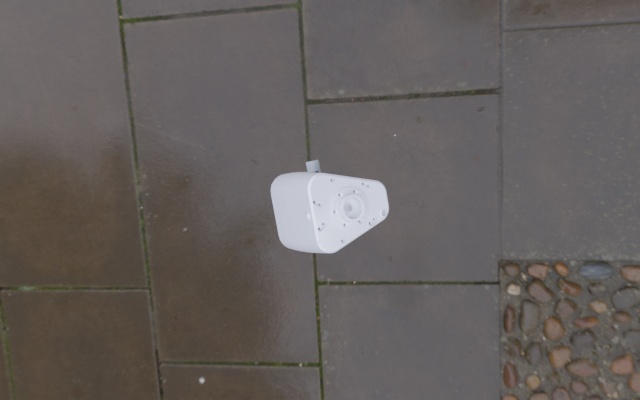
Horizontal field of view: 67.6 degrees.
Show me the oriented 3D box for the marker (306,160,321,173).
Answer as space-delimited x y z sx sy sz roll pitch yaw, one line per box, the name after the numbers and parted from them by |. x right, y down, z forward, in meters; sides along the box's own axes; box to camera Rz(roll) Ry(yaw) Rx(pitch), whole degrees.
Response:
0.000 0.002 0.690 0.020 0.121 0.020 -11 5 1 | marker
